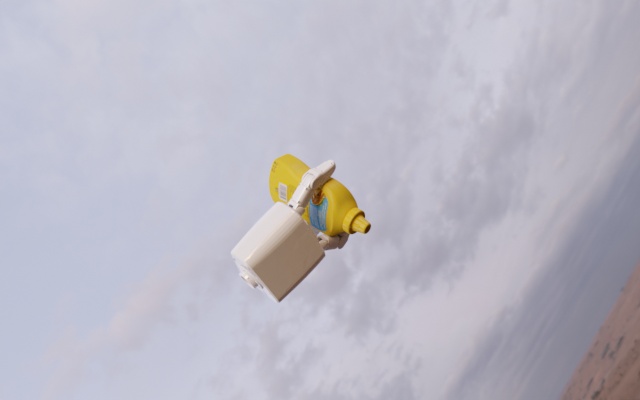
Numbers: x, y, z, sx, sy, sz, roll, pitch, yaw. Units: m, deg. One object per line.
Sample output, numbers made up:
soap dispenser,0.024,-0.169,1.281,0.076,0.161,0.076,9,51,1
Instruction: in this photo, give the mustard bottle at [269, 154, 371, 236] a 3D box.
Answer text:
mustard bottle,0.000,0.002,0.759,0.191,0.096,0.058,30,42,33
